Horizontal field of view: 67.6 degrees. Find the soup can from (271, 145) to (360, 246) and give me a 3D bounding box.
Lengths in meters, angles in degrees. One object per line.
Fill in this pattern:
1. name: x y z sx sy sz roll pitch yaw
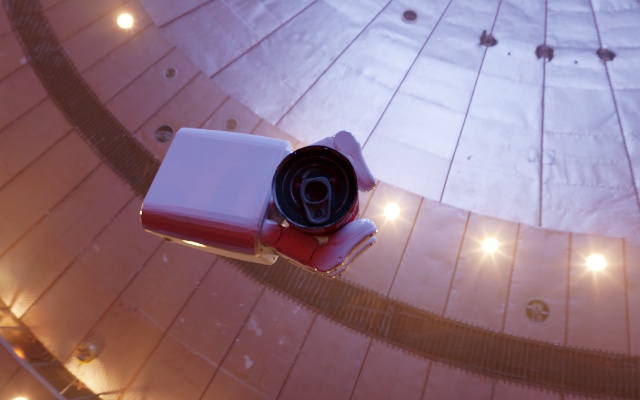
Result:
1. soup can: 0.001 0.001 0.417 0.068 0.068 0.102 0 -14 6
